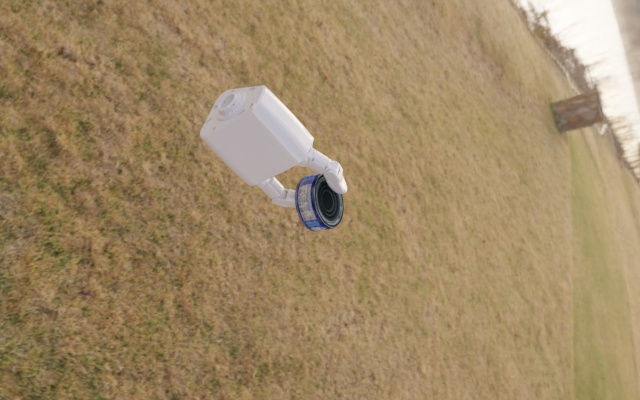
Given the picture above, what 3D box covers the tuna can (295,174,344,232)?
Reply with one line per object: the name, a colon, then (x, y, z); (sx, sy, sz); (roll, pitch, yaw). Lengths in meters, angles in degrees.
tuna can: (0.001, 0.002, 0.714); (0.034, 0.086, 0.086); (-11, -6, 32)
